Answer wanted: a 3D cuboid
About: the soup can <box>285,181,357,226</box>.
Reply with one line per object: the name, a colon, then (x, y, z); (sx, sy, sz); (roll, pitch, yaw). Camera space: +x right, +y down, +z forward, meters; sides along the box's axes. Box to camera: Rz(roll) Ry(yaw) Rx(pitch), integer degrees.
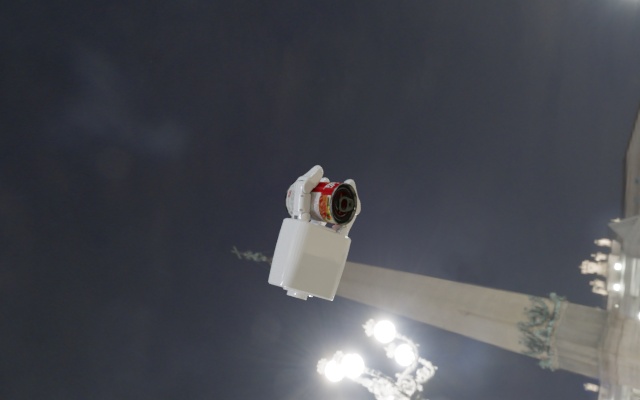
soup can: (0.000, 0.002, 0.786); (0.102, 0.068, 0.068); (6, 4, 41)
